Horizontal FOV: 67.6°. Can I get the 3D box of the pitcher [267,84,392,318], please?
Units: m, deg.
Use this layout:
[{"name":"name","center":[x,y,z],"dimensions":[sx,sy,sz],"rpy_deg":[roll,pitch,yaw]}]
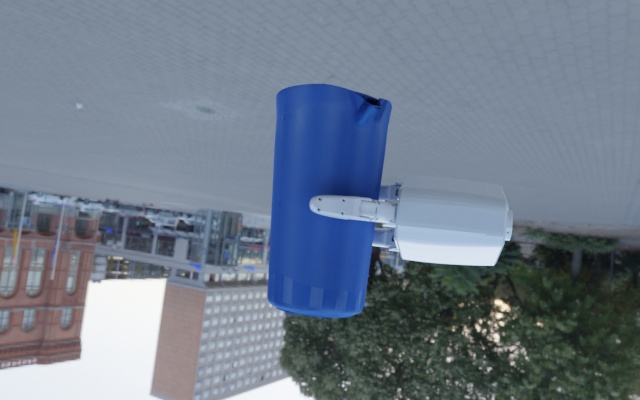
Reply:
[{"name":"pitcher","center":[0.000,0.002,0.548],"dimensions":[0.145,0.243,0.149],"rpy_deg":[5,-5,15]}]
